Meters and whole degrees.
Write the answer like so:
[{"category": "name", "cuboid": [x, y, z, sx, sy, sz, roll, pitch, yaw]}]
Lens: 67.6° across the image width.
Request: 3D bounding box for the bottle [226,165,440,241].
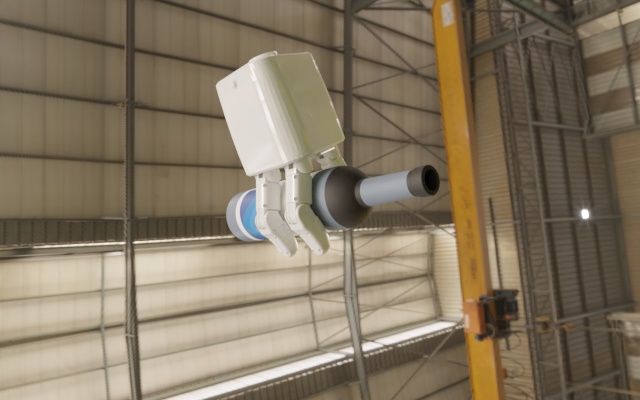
[{"category": "bottle", "cuboid": [0.000, 0.002, 0.523, 0.069, 0.069, 0.296, 0, -8, -41]}]
